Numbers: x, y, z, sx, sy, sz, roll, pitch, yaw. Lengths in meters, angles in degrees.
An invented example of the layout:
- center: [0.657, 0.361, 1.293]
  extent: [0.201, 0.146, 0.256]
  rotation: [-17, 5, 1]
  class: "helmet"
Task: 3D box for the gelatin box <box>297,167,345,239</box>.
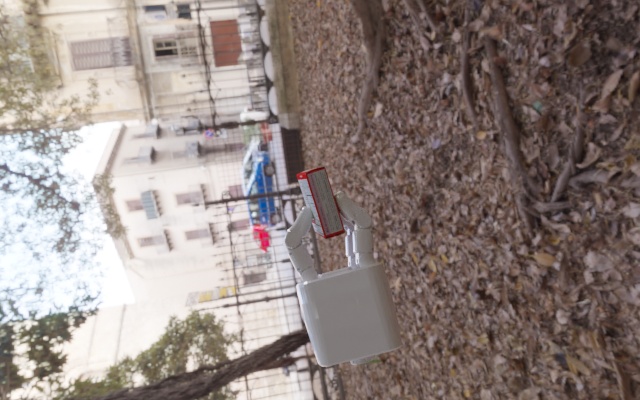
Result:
- center: [0.000, 0.002, 0.626]
  extent: [0.030, 0.089, 0.073]
  rotation: [-19, 5, -10]
  class: "gelatin box"
